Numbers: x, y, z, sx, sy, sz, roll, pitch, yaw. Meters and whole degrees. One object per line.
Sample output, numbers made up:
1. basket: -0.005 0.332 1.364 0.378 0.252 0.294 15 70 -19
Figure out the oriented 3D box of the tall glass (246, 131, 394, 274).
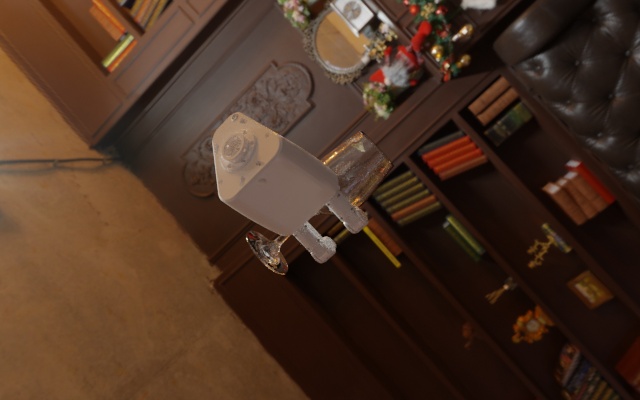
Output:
1. tall glass: 0.000 0.002 0.612 0.201 0.079 0.079 -43 -10 11
